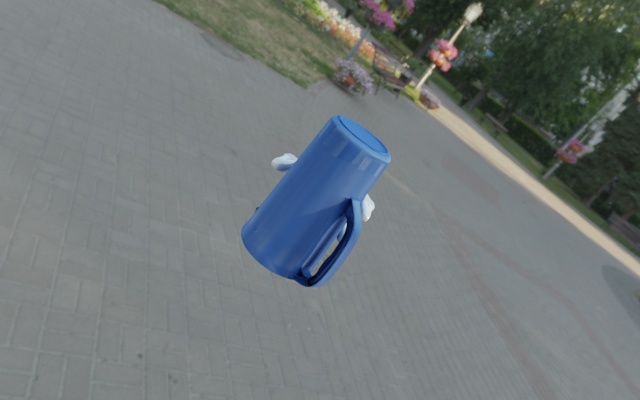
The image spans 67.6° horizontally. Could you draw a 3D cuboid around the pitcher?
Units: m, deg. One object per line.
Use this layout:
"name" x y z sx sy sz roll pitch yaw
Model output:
"pitcher" 0.000 0.002 0.725 0.149 0.243 0.145 35 21 -6
